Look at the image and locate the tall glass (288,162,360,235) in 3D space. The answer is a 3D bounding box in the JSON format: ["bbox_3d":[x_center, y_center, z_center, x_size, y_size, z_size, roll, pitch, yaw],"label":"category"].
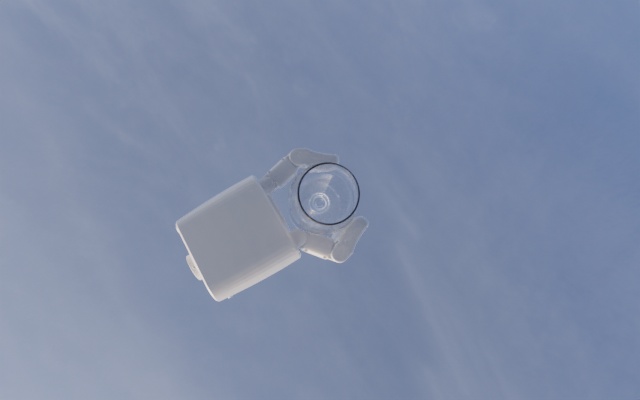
[{"bbox_3d":[0.000,0.002,0.561,0.079,0.079,0.201,0,-5,-5],"label":"tall glass"}]
